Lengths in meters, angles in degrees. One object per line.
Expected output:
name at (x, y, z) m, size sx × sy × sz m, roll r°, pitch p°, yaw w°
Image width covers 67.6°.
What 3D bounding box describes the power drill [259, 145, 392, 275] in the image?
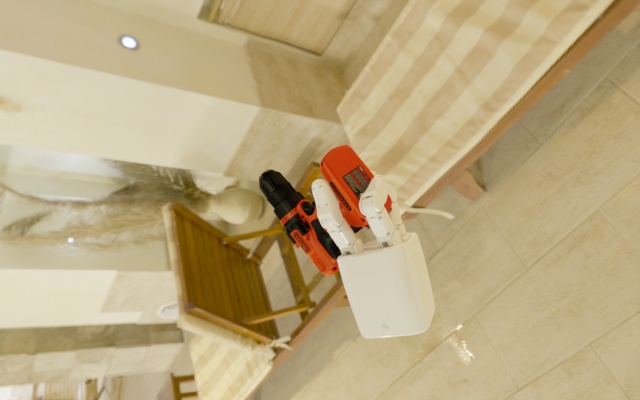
power drill at (0.000, 0.002, 0.655) m, size 0.057 × 0.184 × 0.188 m, roll -37°, pitch -4°, yaw -34°
